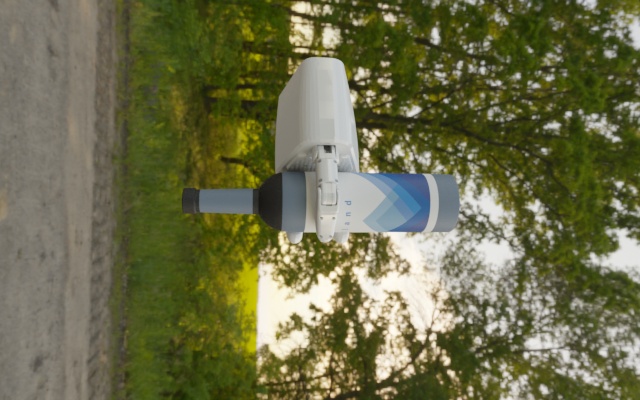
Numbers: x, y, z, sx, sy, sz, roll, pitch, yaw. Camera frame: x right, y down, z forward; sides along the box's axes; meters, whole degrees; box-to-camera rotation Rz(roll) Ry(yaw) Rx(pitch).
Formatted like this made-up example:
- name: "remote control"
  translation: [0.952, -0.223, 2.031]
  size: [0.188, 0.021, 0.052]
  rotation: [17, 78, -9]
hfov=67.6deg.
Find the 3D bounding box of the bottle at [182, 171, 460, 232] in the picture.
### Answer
- name: "bottle"
  translation: [0.000, 0.002, 0.527]
  size: [0.296, 0.069, 0.069]
  rotation: [1, 0, -7]
